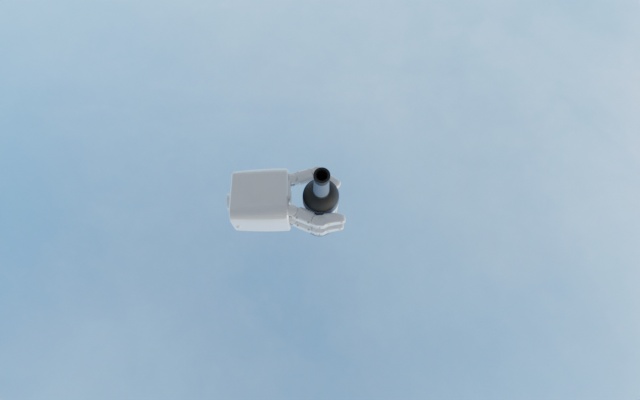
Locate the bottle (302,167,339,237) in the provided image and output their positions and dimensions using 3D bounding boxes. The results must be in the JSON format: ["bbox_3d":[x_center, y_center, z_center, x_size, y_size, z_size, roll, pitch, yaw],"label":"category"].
[{"bbox_3d":[0.000,0.003,0.894,0.069,0.069,0.296,0,-17,-1],"label":"bottle"}]
